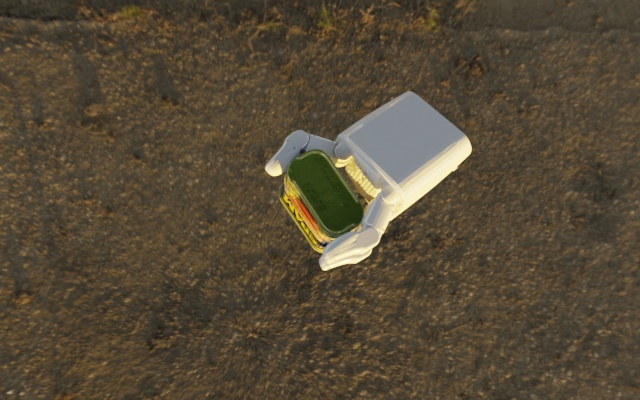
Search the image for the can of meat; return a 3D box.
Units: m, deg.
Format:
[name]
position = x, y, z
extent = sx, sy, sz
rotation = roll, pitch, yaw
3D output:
[can of meat]
position = 0.000, 0.002, 0.533
extent = 0.057, 0.102, 0.084
rotation = -32, -9, -15
